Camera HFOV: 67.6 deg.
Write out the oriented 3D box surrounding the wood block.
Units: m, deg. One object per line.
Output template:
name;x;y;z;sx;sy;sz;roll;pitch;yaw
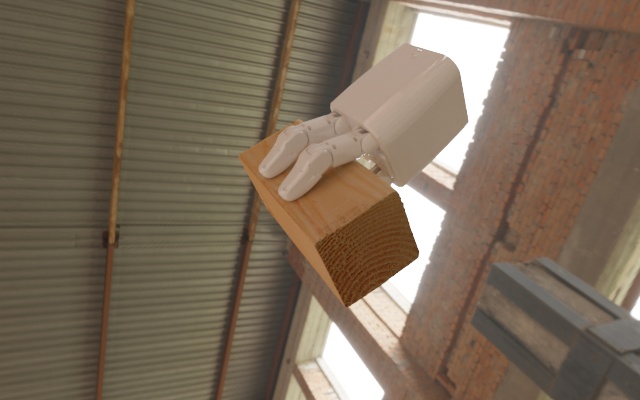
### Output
wood block;0.000;0.002;0.504;0.090;0.091;0.206;-33;37;-10
